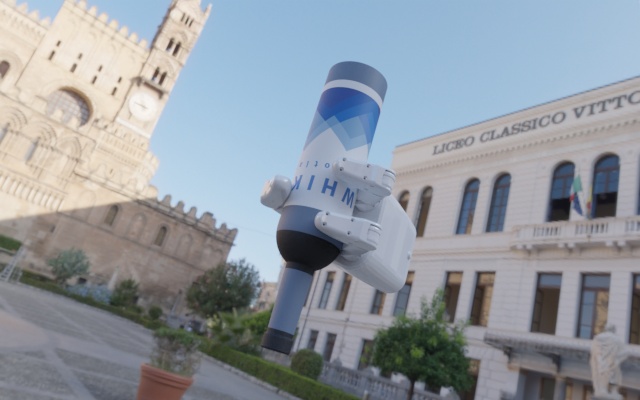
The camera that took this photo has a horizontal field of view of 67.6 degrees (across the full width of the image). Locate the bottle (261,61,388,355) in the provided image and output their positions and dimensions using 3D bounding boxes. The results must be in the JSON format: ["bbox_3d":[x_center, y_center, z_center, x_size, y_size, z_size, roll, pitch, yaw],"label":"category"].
[{"bbox_3d":[0.000,0.001,0.474,0.069,0.295,0.069,15,-19,5],"label":"bottle"}]
